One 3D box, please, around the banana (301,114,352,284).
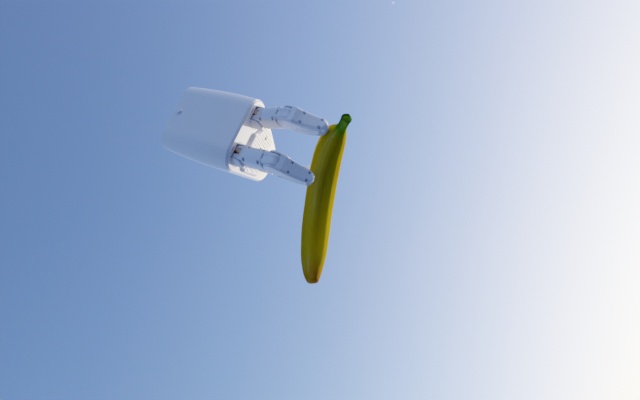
[{"bbox_3d":[0.000,-0.004,0.565,0.037,0.198,0.069,9,7,-2],"label":"banana"}]
